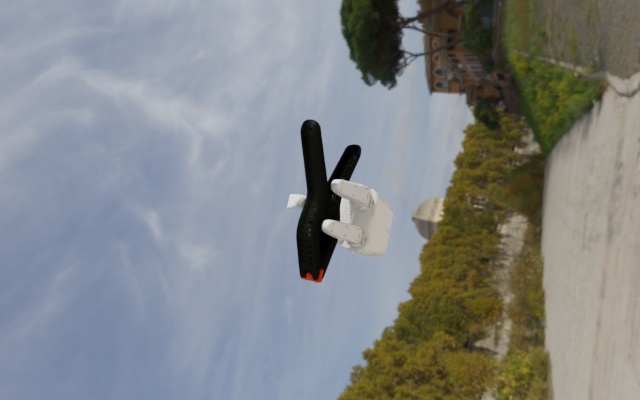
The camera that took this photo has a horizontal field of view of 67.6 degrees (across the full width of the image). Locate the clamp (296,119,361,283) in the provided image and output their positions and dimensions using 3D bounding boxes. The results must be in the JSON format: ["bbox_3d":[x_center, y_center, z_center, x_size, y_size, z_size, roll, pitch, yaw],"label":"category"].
[{"bbox_3d":[-0.001,0.003,0.636,0.036,0.210,0.164,9,-8,27],"label":"clamp"}]
